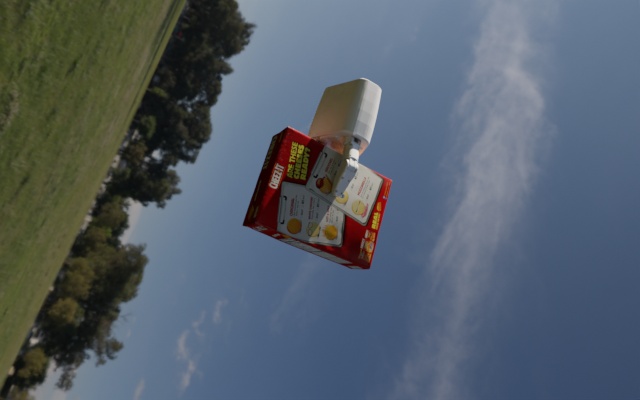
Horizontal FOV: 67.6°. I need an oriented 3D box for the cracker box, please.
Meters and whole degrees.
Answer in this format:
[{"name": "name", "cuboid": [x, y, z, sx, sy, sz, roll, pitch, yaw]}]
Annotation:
[{"name": "cracker box", "cuboid": [0.000, 0.003, 0.784, 0.214, 0.164, 0.072, 24, -19, -24]}]
